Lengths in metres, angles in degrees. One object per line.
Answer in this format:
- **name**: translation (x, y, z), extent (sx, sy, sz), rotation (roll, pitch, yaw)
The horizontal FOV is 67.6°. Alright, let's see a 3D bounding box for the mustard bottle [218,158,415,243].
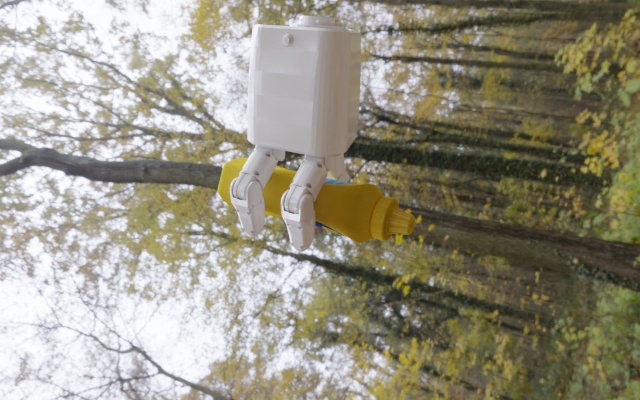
- **mustard bottle**: translation (0.000, 0.002, 0.476), extent (0.191, 0.058, 0.096), rotation (13, -3, 26)
